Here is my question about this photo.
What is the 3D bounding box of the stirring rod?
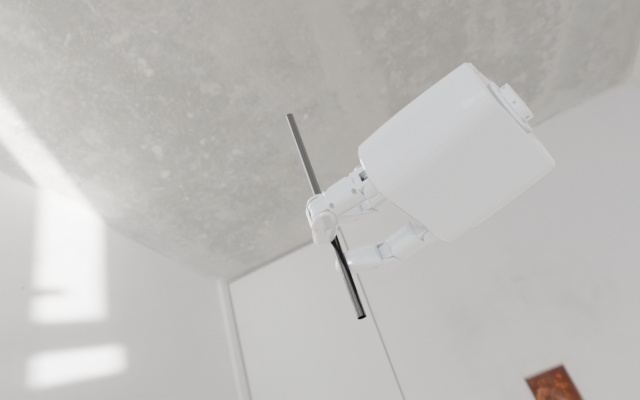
[{"bbox_3d":[0.000,0.001,0.457,0.011,0.239,0.011,-14,-34,-9],"label":"stirring rod"}]
